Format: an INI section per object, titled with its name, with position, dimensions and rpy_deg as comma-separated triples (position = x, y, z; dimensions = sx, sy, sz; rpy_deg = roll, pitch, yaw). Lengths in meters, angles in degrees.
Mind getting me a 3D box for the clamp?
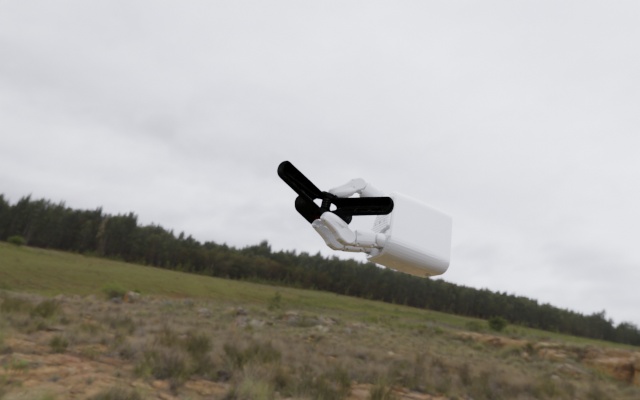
[clamp]
position = 0.000, 0.002, 0.721
dimensions = 0.164, 0.036, 0.210
rpy_deg = 23, -18, -9
